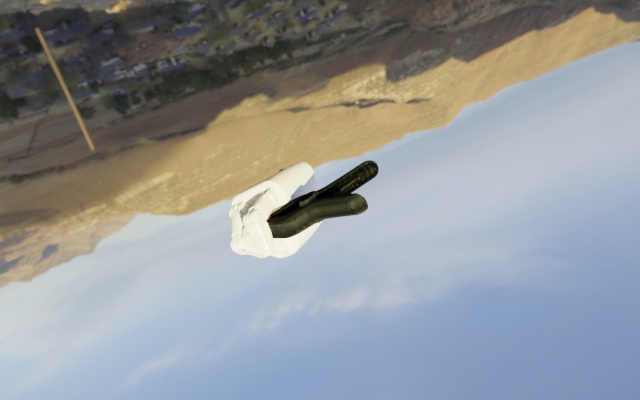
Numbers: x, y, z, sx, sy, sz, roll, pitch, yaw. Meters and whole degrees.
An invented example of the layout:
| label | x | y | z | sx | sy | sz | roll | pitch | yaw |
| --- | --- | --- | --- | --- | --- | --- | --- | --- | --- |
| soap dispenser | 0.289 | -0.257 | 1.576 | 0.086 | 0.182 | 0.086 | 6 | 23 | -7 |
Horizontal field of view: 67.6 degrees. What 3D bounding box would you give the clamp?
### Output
| label | x | y | z | sx | sy | sz | roll | pitch | yaw |
| --- | --- | --- | --- | --- | --- | --- | --- | --- | --- |
| clamp | 0.000 | 0.003 | 0.612 | 0.171 | 0.039 | 0.120 | -19 | 15 | 31 |
